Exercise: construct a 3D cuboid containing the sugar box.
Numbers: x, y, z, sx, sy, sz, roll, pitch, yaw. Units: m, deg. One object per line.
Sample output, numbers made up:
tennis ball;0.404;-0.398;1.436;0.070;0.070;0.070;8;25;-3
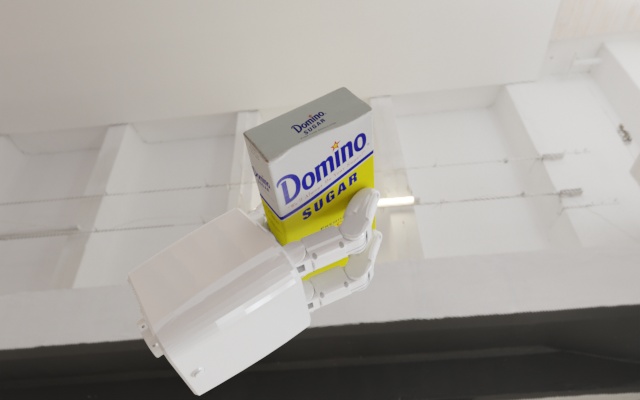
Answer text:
sugar box;0.000;0.002;0.409;0.093;0.176;0.048;-29;52;-18
